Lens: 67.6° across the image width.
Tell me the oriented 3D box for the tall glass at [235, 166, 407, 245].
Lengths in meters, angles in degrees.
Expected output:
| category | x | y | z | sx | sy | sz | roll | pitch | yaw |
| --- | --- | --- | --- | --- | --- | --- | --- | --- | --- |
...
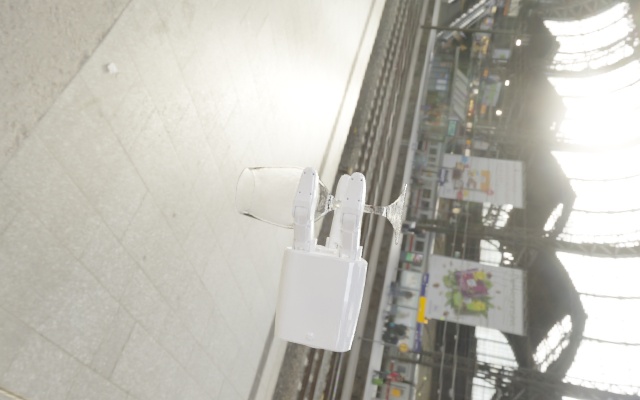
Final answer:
| category | x | y | z | sx | sy | sz | roll | pitch | yaw |
| --- | --- | --- | --- | --- | --- | --- | --- | --- | --- |
| tall glass | 0.001 | 0.002 | 0.585 | 0.201 | 0.079 | 0.079 | 9 | 2 | 12 |
